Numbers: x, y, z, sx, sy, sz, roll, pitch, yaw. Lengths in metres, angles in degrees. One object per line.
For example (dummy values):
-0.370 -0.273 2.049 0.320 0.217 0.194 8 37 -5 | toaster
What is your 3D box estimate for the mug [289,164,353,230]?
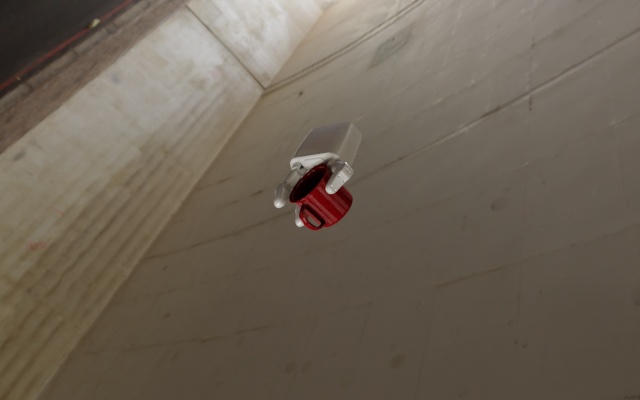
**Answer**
0.000 0.004 0.857 0.081 0.117 0.093 44 -42 -22 | mug
